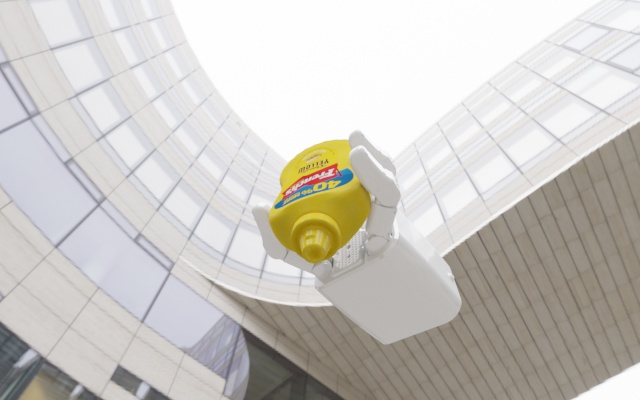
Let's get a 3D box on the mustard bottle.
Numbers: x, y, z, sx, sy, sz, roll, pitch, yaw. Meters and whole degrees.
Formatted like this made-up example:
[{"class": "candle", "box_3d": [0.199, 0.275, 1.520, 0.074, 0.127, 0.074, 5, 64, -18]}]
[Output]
[{"class": "mustard bottle", "box_3d": [0.000, 0.001, 0.454, 0.096, 0.058, 0.191, -18, 23, 12]}]
